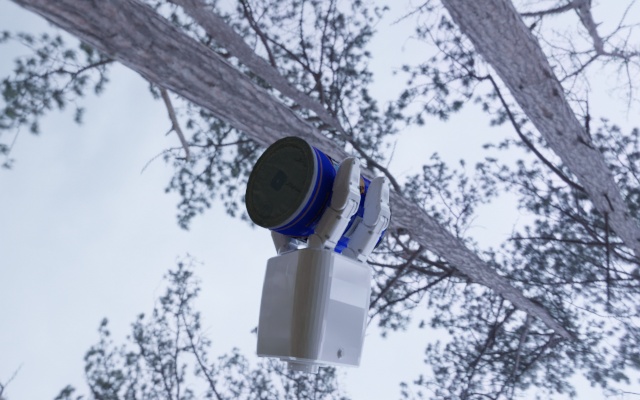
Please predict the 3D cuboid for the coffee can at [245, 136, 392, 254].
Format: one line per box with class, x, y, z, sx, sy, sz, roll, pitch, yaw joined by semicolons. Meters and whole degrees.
coffee can;0.000;0.002;0.546;0.103;0.102;0.140;0;-19;44
